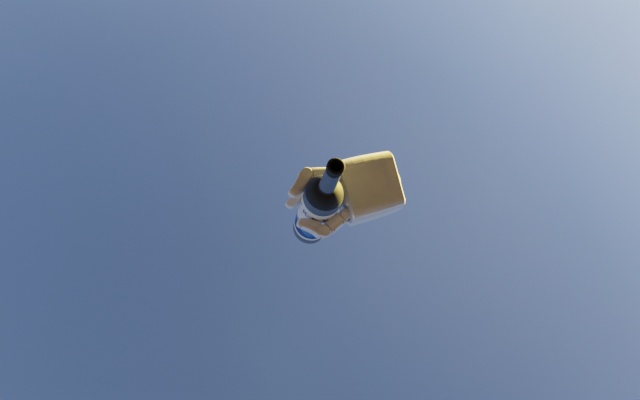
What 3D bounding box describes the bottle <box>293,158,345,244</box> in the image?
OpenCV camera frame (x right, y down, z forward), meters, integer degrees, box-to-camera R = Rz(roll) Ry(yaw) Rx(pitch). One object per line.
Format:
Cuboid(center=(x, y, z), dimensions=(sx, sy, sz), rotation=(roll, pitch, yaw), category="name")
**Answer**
Cuboid(center=(0.000, 0.003, 0.833), dimensions=(0.069, 0.069, 0.296), rotation=(0, -21, -10), category="bottle")
